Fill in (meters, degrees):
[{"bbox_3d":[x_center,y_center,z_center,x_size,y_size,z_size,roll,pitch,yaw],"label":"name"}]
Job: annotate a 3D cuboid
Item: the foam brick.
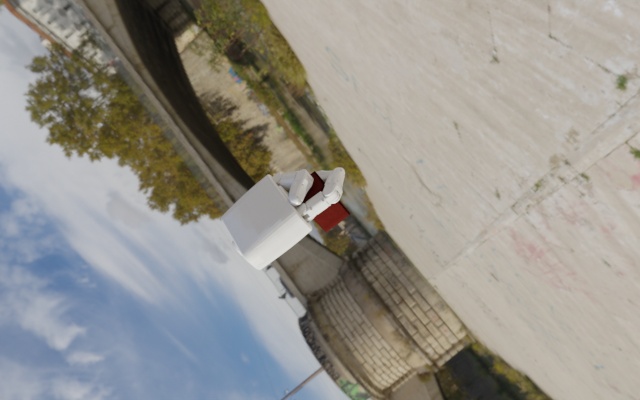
[{"bbox_3d":[0.000,0.003,0.767,0.078,0.051,0.053,48,2,-37],"label":"foam brick"}]
